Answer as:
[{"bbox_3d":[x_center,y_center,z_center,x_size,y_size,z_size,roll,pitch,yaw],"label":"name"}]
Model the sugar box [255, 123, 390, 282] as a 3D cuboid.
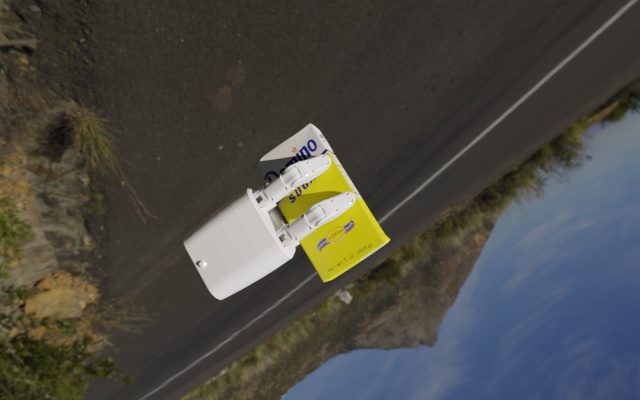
[{"bbox_3d":[0.000,0.002,0.597,0.093,0.176,0.048,-35,-10,11],"label":"sugar box"}]
